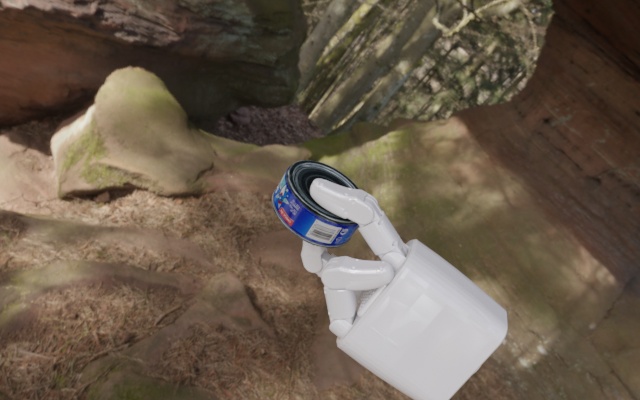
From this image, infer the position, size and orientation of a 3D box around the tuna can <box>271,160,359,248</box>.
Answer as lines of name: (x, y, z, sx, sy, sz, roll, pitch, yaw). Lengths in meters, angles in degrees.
tuna can: (0.000, 0.001, 0.446, 0.086, 0.034, 0.086, 22, 34, -16)
